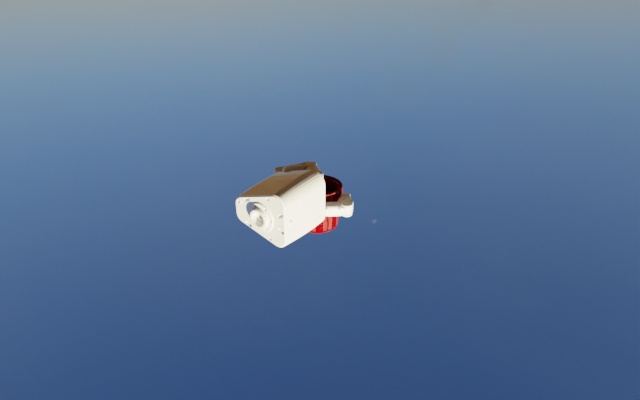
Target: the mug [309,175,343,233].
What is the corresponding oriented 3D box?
[{"bbox_3d":[0.001,0.003,0.886,0.093,0.081,0.117,20,33,33],"label":"mug"}]
